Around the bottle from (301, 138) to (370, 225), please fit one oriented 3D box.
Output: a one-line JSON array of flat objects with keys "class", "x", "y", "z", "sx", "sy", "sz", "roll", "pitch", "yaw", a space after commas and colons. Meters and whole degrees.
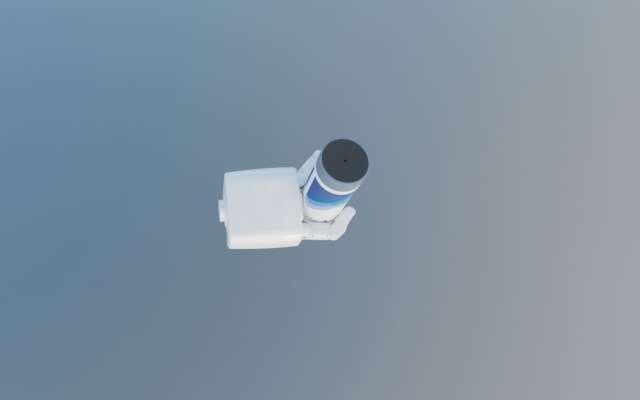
[{"class": "bottle", "x": 0.000, "y": 0.002, "z": 0.737, "sx": 0.069, "sy": 0.069, "sz": 0.296, "roll": 0, "pitch": -21, "yaw": -13}]
